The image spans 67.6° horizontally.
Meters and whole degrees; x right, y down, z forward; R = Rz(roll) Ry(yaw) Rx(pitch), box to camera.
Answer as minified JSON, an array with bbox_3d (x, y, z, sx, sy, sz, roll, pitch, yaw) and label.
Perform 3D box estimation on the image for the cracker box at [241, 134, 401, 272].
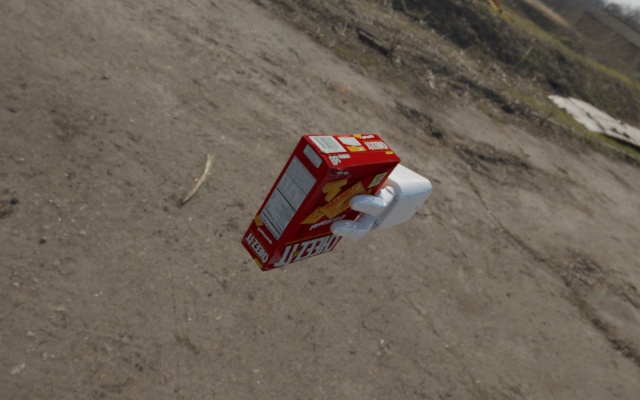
[{"bbox_3d":[0.000,0.002,0.713,0.164,0.214,0.072,-10,52,-47],"label":"cracker box"}]
